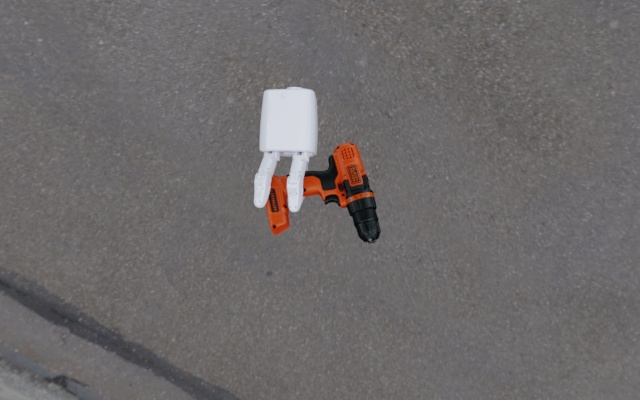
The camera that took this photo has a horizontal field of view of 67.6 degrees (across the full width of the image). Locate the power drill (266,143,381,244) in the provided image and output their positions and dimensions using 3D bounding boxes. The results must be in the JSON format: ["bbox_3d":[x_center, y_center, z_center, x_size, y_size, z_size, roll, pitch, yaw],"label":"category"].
[{"bbox_3d":[0.000,0.003,0.835,0.187,0.184,0.057,-14,-18,-3],"label":"power drill"}]
